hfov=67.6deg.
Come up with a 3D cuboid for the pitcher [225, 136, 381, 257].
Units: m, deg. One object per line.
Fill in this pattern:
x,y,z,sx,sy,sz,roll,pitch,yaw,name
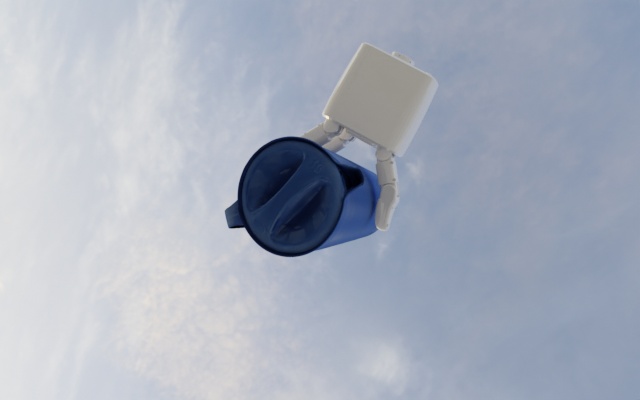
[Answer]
0.000,0.002,0.632,0.149,0.145,0.243,30,9,22,pitcher
